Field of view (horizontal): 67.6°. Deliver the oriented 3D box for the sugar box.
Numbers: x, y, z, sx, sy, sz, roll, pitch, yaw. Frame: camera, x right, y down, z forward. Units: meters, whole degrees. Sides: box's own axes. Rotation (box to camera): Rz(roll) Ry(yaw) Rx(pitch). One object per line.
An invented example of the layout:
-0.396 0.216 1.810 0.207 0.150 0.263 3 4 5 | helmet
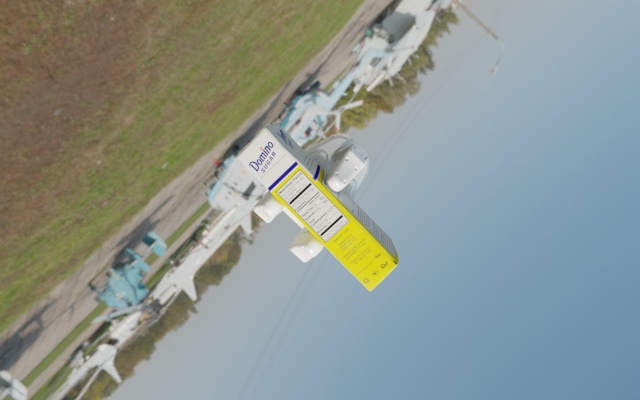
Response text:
0.000 0.002 0.472 0.176 0.048 0.093 43 10 -6 | sugar box
